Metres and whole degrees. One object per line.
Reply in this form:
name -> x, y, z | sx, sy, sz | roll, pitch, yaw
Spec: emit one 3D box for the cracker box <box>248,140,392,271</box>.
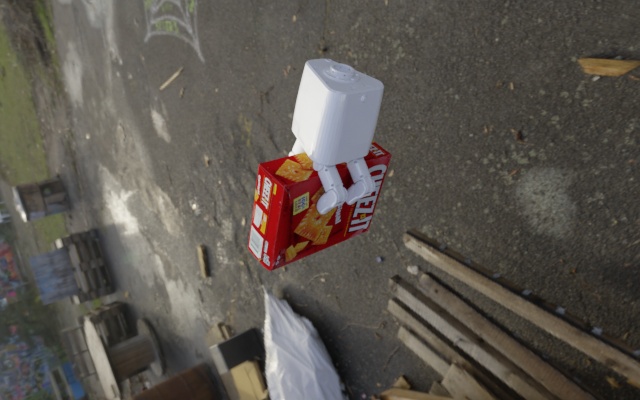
cracker box -> 0.000, 0.002, 0.744 | 0.213, 0.164, 0.072 | -18, 46, -36
